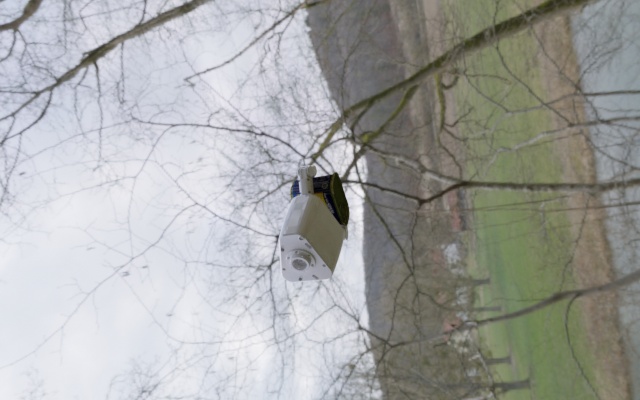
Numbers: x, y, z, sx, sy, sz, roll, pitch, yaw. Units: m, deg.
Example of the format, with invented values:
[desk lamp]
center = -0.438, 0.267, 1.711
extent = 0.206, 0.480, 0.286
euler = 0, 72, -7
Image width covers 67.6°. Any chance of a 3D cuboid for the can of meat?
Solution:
[can of meat]
center = 0.000, 0.003, 0.886
extent = 0.084, 0.102, 0.057
euler = -8, 36, 18
